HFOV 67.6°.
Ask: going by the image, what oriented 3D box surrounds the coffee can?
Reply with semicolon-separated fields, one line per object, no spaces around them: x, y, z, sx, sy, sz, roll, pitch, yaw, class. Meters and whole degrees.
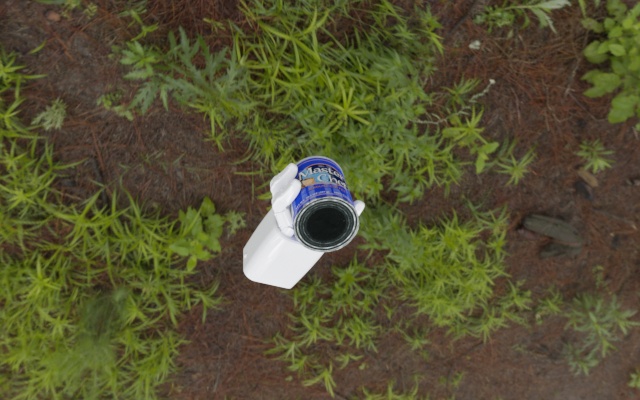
0.000;0.002;0.786;0.103;0.103;0.140;0;31;-9;coffee can
